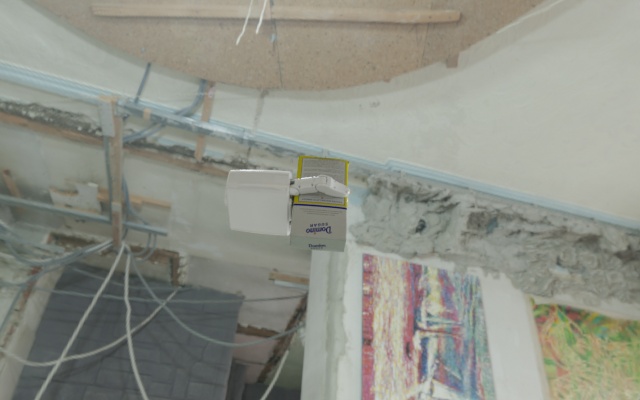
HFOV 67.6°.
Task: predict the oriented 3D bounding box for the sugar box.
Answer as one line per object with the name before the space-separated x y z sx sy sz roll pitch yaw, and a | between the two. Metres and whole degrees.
sugar box | 0.000 0.003 0.824 0.093 0.176 0.048 5 -36 -1
